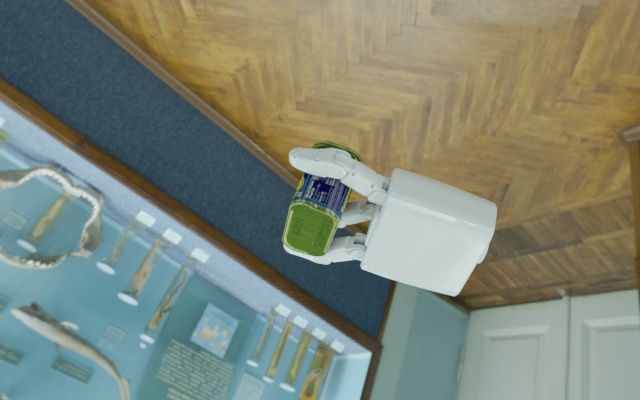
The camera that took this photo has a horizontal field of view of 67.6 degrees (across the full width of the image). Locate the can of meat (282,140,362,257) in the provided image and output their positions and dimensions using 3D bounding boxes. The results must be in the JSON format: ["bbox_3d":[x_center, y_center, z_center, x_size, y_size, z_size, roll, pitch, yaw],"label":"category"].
[{"bbox_3d":[0.000,0.002,0.510,0.057,0.084,0.102,20,-34,2],"label":"can of meat"}]
